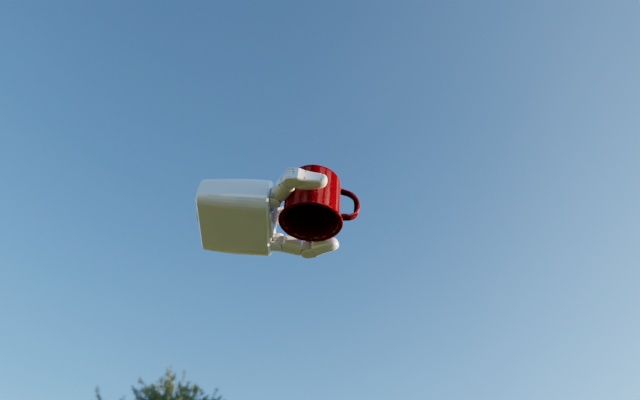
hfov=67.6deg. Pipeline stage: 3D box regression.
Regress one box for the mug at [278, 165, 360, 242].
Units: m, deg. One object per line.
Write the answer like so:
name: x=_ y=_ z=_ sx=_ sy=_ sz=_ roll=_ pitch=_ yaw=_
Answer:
mug: x=0.002 y=0.002 z=0.706 sx=0.117 sy=0.081 sz=0.093 roll=3 pitch=-40 yaw=1
